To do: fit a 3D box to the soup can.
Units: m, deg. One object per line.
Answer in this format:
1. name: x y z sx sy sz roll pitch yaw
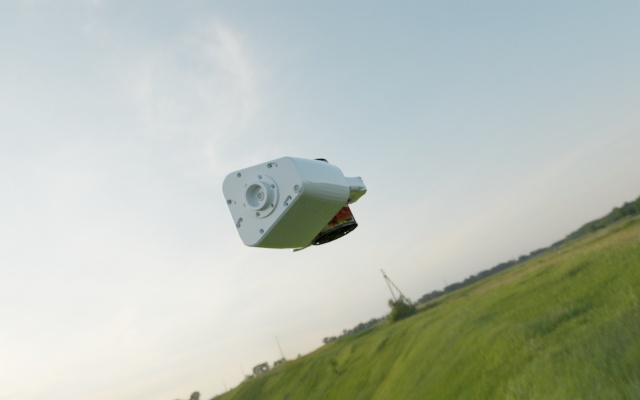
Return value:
1. soup can: 0.000 0.002 0.655 0.068 0.102 0.068 -22 -16 -7
